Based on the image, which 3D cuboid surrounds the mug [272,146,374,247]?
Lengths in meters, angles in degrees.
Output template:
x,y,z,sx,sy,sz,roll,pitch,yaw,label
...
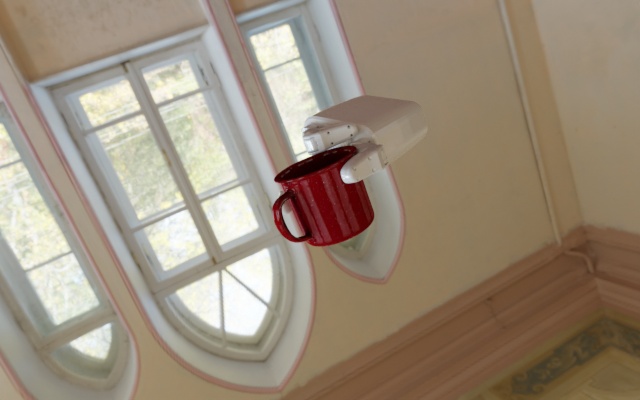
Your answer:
x,y,z,sx,sy,sz,roll,pitch,yaw,label
-0.001,0.002,0.505,0.117,0.081,0.093,-34,19,-36,mug
